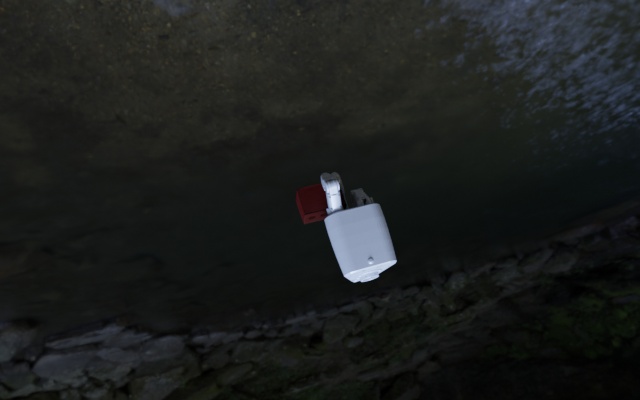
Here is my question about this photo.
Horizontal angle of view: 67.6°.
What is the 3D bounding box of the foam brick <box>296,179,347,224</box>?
[{"bbox_3d":[0.000,0.003,0.844,0.078,0.051,0.053,-14,-18,-9],"label":"foam brick"}]
